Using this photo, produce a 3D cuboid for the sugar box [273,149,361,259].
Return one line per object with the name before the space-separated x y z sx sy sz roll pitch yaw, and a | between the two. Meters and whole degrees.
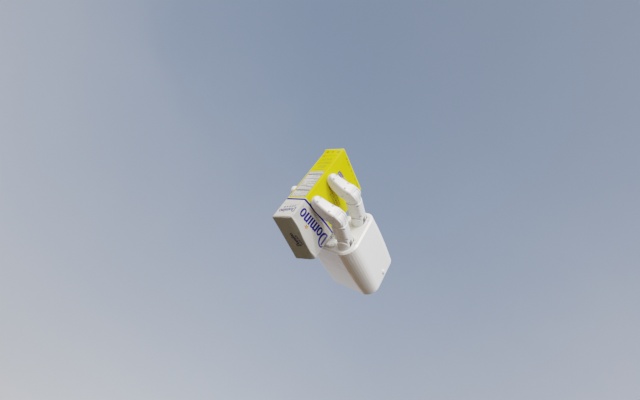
sugar box | 0.001 0.003 0.780 0.048 0.093 0.176 -1 41 35
